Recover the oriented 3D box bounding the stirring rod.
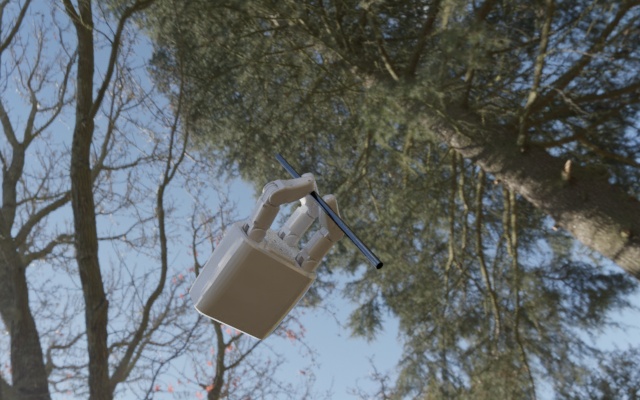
[{"bbox_3d":[0.000,0.002,0.534,0.011,0.011,0.239,0,30,-32],"label":"stirring rod"}]
